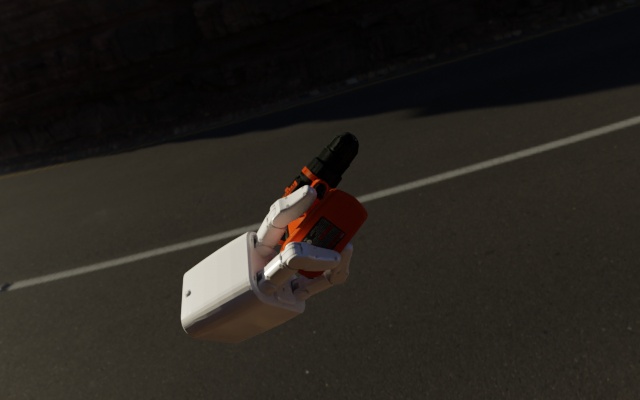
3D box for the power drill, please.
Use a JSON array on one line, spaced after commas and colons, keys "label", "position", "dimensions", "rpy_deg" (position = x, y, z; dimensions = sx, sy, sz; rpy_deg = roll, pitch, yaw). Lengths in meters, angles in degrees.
[{"label": "power drill", "position": [0.000, 0.002, 0.597], "dimensions": [0.057, 0.184, 0.187], "rpy_deg": [35, 8, -16]}]
